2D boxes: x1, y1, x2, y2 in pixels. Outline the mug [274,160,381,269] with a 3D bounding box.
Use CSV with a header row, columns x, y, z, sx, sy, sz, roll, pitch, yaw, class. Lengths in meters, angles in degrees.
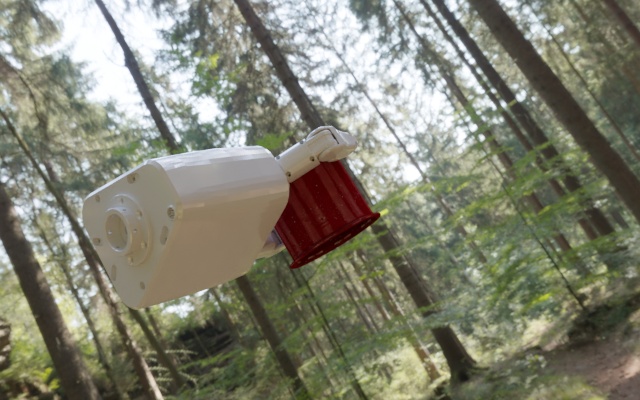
x,y,z,sx,sy,sz,roll,pitch,yaw,class
0.001,0.001,0.440,0.093,0.081,0.117,-38,-13,31,mug
